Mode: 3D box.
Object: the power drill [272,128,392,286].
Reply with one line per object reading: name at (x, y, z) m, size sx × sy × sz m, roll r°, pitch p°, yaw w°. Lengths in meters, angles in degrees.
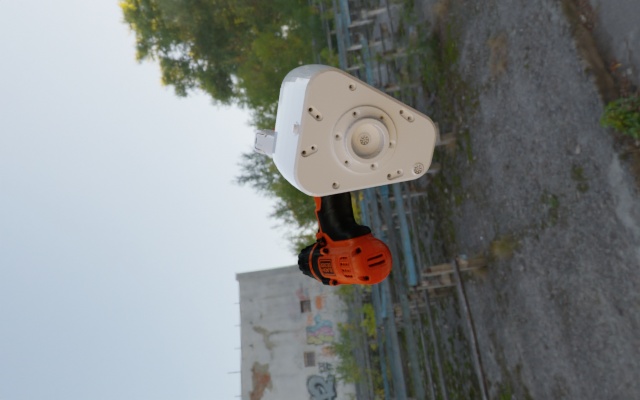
power drill at (0.000, 0.001, 0.525) m, size 0.057 × 0.187 × 0.184 m, roll -18°, pitch 0°, yaw -25°
